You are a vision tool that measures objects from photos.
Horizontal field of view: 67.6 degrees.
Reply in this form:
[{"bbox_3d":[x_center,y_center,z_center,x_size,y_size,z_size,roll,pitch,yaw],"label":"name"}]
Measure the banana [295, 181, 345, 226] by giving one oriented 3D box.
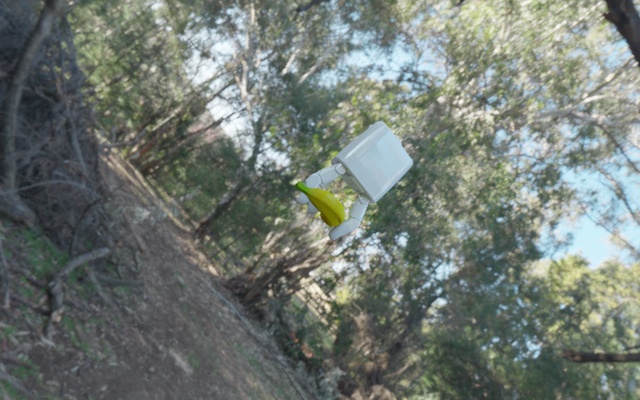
[{"bbox_3d":[0.013,0.013,0.818,0.069,0.037,0.198,41,-6,20],"label":"banana"}]
